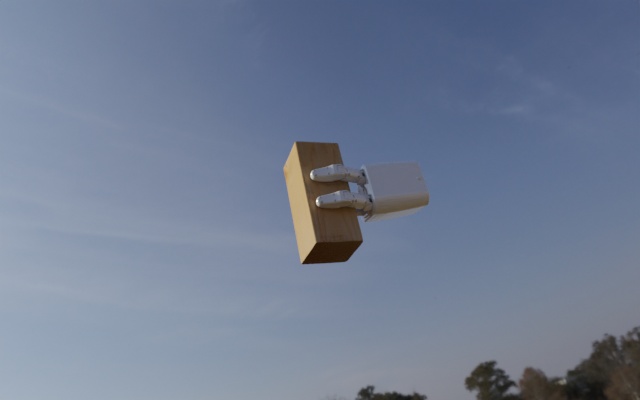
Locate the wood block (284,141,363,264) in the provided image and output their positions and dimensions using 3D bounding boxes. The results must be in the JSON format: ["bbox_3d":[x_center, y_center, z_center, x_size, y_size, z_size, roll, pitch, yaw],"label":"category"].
[{"bbox_3d":[0.000,0.003,0.872,0.090,0.206,0.091,-1,-31,-21],"label":"wood block"}]
